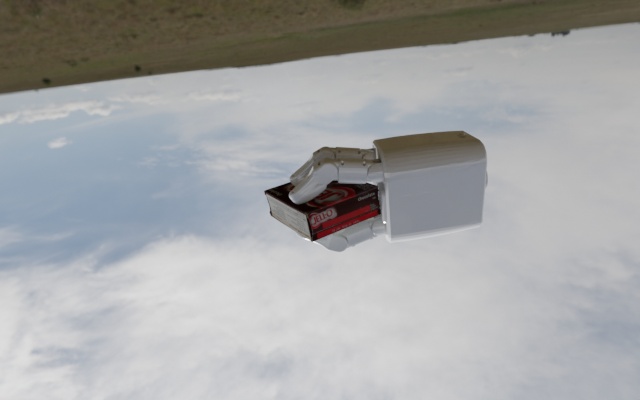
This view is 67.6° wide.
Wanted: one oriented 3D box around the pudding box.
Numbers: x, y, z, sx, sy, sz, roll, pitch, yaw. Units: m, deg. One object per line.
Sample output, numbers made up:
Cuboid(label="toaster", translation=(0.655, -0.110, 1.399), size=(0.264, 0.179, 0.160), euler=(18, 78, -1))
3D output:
Cuboid(label="pudding box", translation=(0.000, 0.002, 0.542), size=(0.090, 0.039, 0.113), euler=(-19, 20, -25))
